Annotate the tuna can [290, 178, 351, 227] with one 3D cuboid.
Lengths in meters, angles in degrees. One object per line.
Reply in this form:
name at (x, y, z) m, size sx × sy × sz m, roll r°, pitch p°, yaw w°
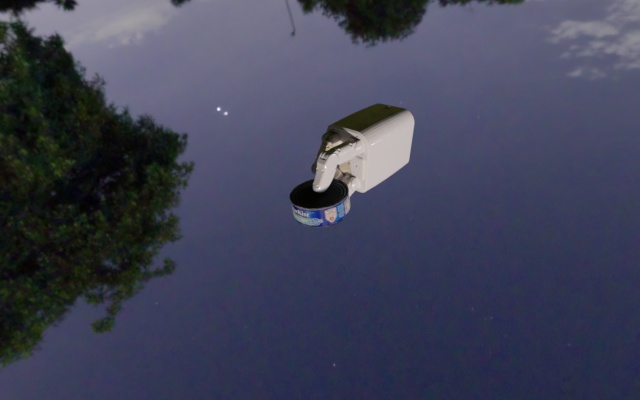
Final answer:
tuna can at (0.000, 0.003, 0.690) m, size 0.086 × 0.034 × 0.086 m, roll -7°, pitch 31°, yaw 4°
